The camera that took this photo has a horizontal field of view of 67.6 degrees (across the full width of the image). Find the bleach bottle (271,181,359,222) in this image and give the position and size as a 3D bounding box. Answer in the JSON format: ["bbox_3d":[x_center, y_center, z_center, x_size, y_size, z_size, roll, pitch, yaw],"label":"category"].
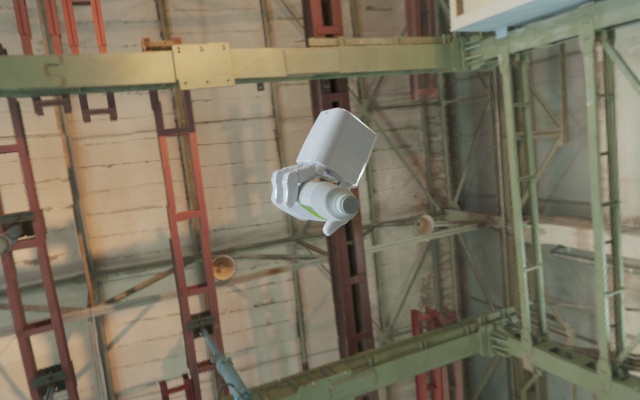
[{"bbox_3d":[0.000,0.003,0.825,0.102,0.068,0.251,28,-8,-24],"label":"bleach bottle"}]
